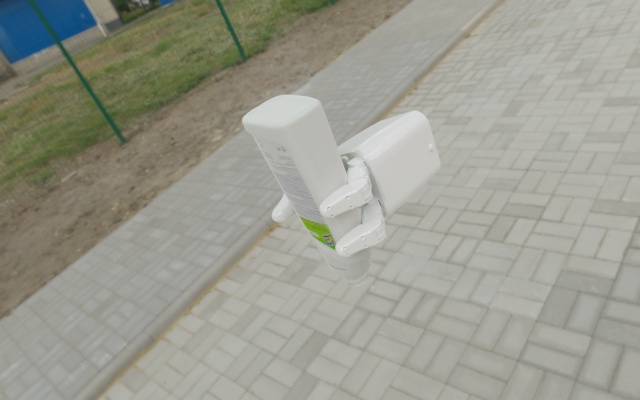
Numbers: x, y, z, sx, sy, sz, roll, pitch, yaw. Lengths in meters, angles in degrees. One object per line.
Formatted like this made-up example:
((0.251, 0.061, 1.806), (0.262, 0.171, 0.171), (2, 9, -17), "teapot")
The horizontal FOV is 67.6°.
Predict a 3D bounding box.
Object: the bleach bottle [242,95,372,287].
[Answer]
((0.000, 0.002, 0.572), (0.068, 0.251, 0.102), (-37, 32, -22), "bleach bottle")
